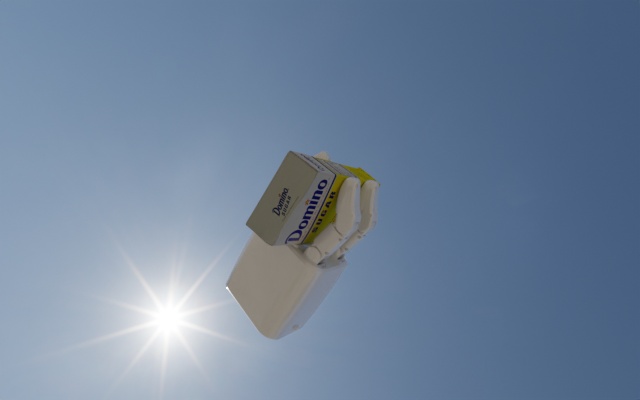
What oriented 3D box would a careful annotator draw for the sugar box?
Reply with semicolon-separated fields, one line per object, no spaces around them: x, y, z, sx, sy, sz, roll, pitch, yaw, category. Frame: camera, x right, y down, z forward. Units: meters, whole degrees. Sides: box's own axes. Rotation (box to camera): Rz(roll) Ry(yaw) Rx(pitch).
0.000;0.002;0.543;0.048;0.093;0.176;38;15;21;sugar box
